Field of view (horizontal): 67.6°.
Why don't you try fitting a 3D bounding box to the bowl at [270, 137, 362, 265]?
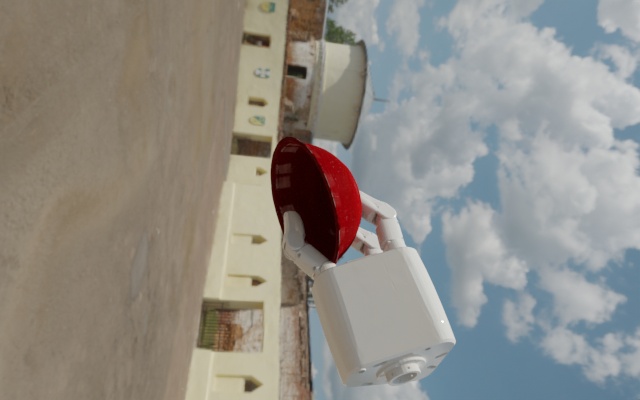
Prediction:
[{"bbox_3d":[0.000,0.001,0.553,0.055,0.162,0.162,-16,7,-26],"label":"bowl"}]
